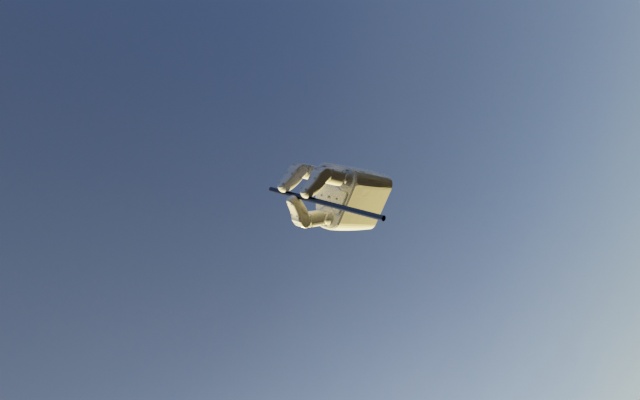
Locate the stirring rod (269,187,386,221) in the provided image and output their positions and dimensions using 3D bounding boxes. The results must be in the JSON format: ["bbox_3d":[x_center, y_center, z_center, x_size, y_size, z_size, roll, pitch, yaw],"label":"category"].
[{"bbox_3d":[0.000,0.002,0.707,0.011,0.011,0.239,0,10,-44],"label":"stirring rod"}]
